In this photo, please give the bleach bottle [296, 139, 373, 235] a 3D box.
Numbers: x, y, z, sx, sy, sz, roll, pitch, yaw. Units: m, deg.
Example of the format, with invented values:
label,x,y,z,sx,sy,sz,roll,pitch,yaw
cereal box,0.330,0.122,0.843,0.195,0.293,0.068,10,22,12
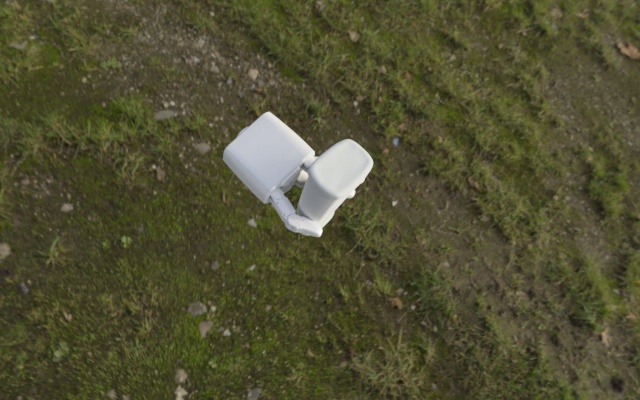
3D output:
label,x,y,z,sx,sy,sz,roll,pitch,yaw
bleach bottle,0.000,0.003,0.786,0.102,0.068,0.251,-42,-8,-29
